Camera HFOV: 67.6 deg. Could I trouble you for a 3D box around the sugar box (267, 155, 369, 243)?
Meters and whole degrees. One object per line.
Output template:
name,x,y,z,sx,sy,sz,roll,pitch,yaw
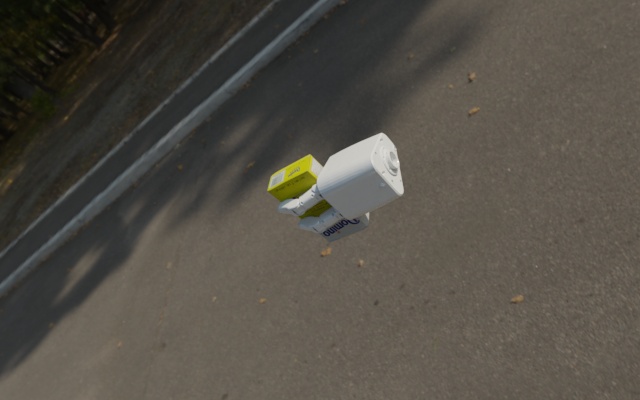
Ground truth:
sugar box,0.000,0.003,0.842,0.093,0.048,0.176,-25,-52,32
